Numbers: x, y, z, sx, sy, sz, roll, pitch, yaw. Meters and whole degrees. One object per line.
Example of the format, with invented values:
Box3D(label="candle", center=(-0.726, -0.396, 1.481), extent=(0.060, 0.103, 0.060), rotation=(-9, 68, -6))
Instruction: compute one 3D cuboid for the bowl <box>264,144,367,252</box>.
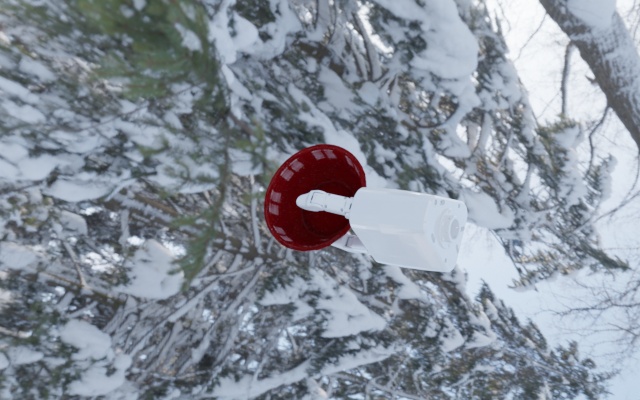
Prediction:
Box3D(label="bowl", center=(-0.001, 0.002, 0.690), extent=(0.162, 0.162, 0.055), rotation=(0, -21, 28))
